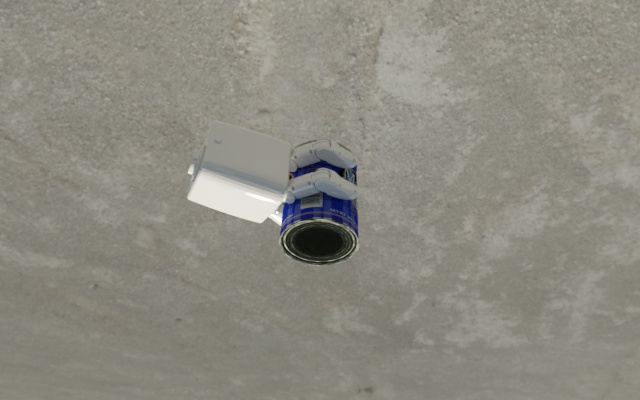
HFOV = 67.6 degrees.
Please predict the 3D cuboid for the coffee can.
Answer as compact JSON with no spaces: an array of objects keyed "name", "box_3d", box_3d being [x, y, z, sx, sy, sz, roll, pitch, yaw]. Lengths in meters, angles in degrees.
[{"name":"coffee can","box_3d":[0.000,0.002,0.649,0.103,0.140,0.103,1,-40,1]}]
